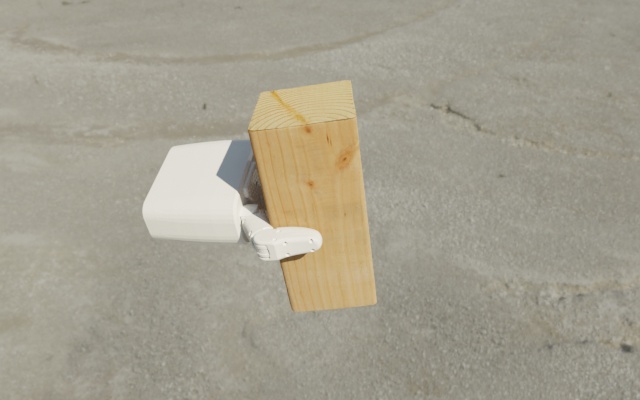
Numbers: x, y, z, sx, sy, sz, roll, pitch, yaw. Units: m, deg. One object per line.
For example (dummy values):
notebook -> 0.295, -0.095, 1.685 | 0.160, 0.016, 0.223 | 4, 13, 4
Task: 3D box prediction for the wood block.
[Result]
wood block -> 0.000, 0.002, 0.469 | 0.090, 0.206, 0.090 | -6, 33, 6
